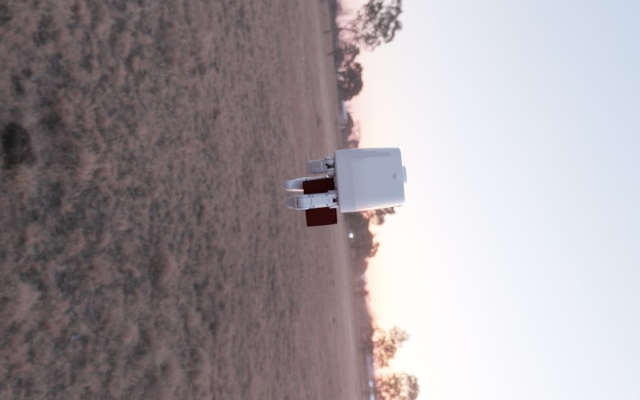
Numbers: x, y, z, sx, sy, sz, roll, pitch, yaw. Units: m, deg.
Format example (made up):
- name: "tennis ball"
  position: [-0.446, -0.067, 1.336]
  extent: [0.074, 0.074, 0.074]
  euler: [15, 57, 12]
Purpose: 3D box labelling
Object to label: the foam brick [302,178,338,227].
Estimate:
- name: "foam brick"
  position: [0.000, 0.003, 0.798]
  extent: [0.051, 0.078, 0.053]
  euler: [-5, 3, 2]
